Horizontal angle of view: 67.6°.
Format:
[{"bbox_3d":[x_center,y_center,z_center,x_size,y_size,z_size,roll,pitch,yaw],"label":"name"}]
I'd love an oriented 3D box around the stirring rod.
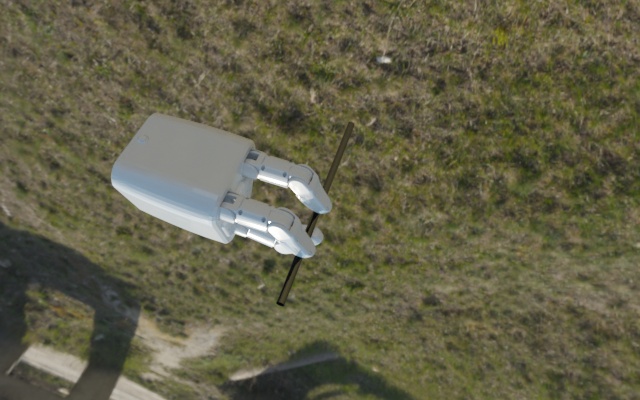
[{"bbox_3d":[0.000,0.002,0.501,0.011,0.239,0.011,14,-35,10],"label":"stirring rod"}]
